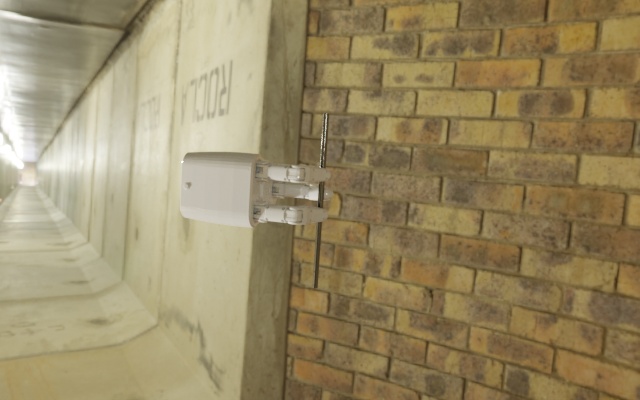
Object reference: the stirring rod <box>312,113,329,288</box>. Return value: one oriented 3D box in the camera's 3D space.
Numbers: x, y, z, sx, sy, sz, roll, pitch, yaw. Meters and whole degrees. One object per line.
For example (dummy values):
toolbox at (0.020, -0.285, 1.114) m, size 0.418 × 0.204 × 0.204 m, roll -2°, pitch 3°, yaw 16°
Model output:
stirring rod at (0.000, 0.002, 0.656) m, size 0.011 × 0.239 × 0.011 m, roll 4°, pitch 5°, yaw 0°
